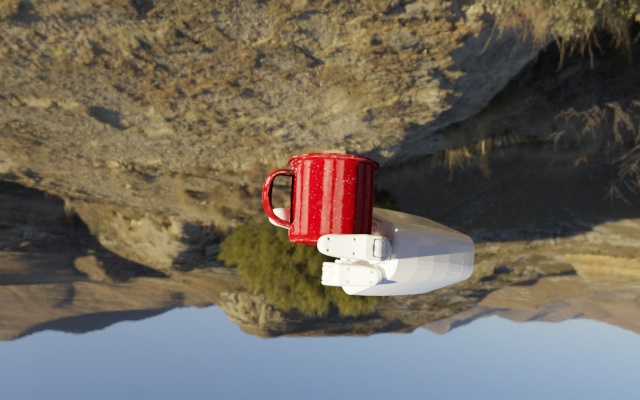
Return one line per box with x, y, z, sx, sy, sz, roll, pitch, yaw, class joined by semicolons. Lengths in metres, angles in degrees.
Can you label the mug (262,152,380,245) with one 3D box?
-0.001;0.002;0.469;0.117;0.081;0.093;7;-9;-25;mug
